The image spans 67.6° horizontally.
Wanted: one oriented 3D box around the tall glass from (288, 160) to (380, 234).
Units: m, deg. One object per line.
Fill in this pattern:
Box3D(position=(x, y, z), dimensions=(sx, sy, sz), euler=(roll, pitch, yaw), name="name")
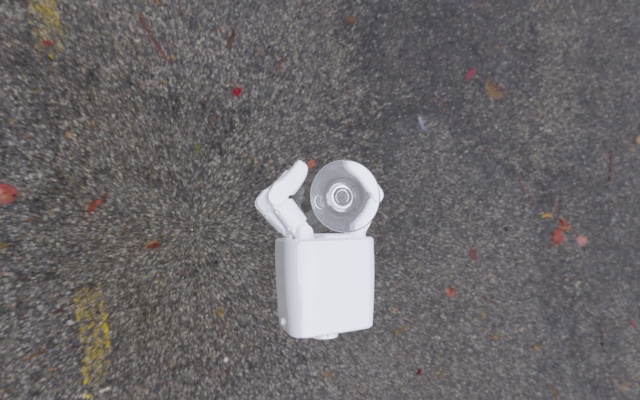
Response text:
Box3D(position=(0.000, 0.002, 0.578), dimensions=(0.079, 0.079, 0.201), euler=(0, -3, -15), name="tall glass")
